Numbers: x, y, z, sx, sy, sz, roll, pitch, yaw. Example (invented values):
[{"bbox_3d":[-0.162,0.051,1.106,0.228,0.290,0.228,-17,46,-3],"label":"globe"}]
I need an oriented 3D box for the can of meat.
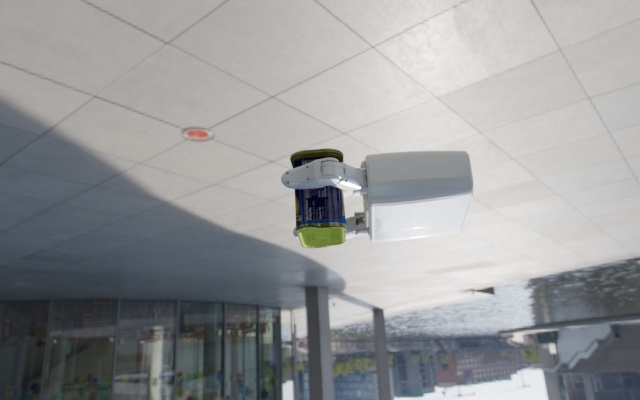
[{"bbox_3d":[0.000,0.002,0.527,0.057,0.084,0.102,-4,-17,2],"label":"can of meat"}]
